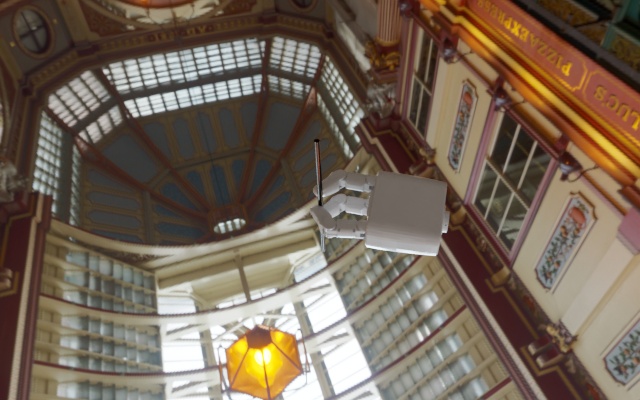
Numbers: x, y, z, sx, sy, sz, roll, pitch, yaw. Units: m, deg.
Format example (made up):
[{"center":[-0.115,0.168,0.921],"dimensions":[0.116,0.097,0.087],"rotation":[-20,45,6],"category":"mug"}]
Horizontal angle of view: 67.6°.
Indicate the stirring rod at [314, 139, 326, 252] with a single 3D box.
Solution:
[{"center":[0.000,0.002,0.729],"dimensions":[0.011,0.011,0.240],"rotation":[0,-43,3],"category":"stirring rod"}]
